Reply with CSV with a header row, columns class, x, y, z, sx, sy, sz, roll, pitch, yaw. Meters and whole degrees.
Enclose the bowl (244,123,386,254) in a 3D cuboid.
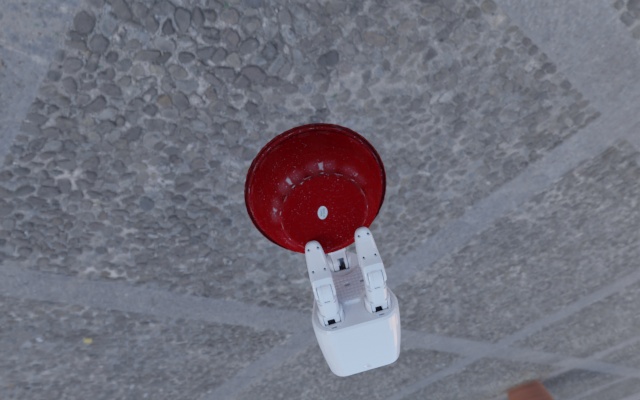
class,x,y,z,sx,sy,sz,roll,pitch,yaw
bowl,0.000,0.001,0.513,0.162,0.162,0.055,0,27,-11
